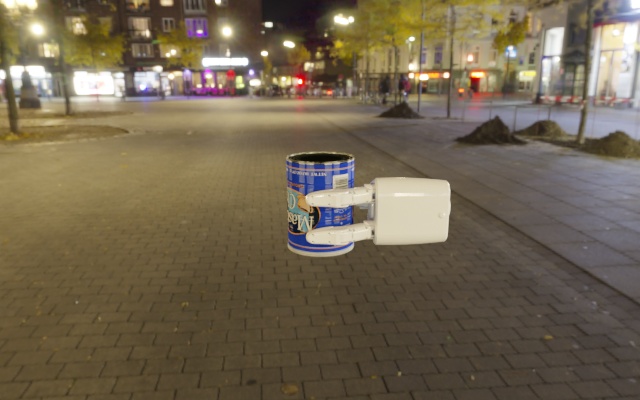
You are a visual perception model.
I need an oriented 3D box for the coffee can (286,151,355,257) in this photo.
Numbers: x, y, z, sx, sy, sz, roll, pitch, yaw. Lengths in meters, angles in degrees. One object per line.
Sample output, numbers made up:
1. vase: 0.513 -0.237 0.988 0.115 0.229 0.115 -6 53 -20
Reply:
1. coffee can: 0.000 0.002 0.724 0.103 0.140 0.102 0 14 0
